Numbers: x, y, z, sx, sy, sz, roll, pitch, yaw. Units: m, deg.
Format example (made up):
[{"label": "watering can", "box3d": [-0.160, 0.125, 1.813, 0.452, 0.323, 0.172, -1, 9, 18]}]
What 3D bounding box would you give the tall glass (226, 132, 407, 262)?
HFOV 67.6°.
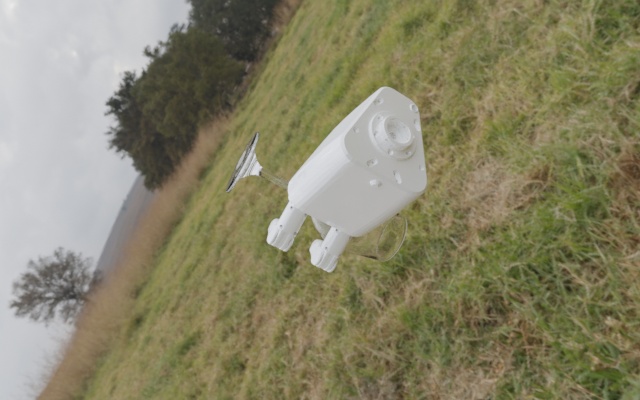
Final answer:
[{"label": "tall glass", "box3d": [-0.001, 0.001, 0.544, 0.201, 0.079, 0.079, 27, -8, -16]}]
